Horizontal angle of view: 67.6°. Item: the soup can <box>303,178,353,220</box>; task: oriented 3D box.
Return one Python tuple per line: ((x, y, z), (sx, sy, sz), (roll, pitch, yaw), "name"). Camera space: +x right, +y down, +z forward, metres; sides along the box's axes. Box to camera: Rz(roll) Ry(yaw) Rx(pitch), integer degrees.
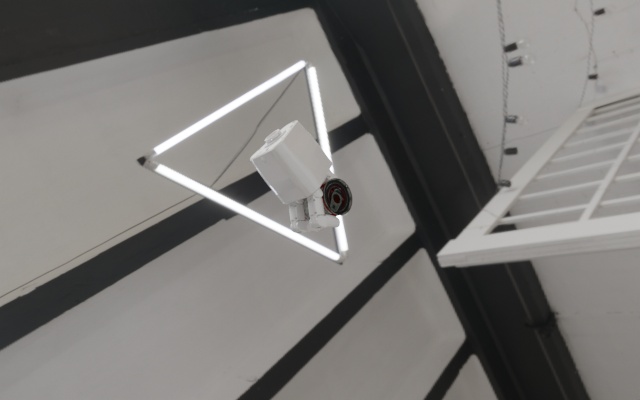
((0.000, 0.003, 0.887), (0.068, 0.068, 0.102), (0, -11, -41), "soup can")
